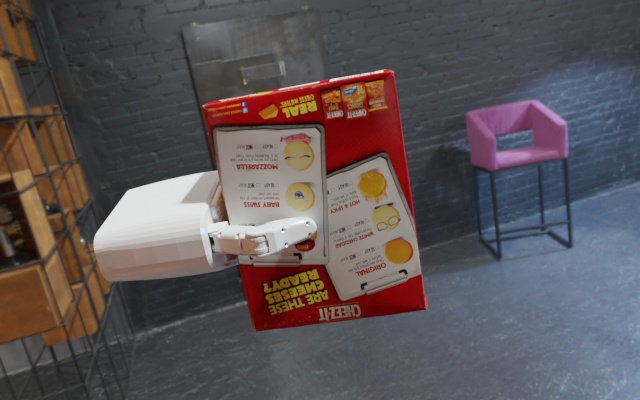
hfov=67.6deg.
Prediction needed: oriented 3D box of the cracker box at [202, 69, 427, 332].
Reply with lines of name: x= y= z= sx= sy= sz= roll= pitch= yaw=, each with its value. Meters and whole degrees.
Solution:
cracker box: x=0.000 y=0.001 z=0.442 sx=0.164 sy=0.214 sz=0.072 roll=-9 pitch=14 yaw=7
